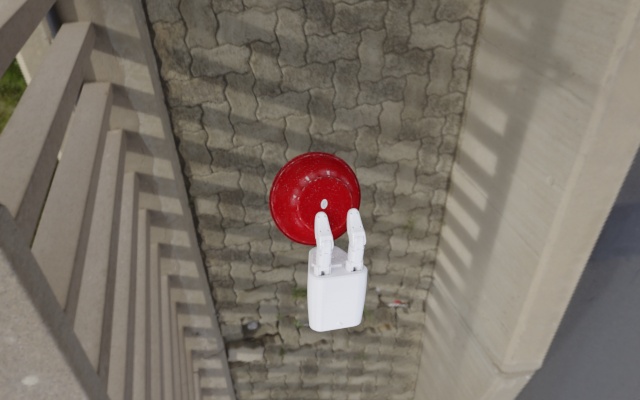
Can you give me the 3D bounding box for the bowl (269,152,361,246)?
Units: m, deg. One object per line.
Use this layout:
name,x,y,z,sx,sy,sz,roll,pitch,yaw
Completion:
bowl,0.000,0.001,0.780,0.162,0.162,0.055,0,10,-17
